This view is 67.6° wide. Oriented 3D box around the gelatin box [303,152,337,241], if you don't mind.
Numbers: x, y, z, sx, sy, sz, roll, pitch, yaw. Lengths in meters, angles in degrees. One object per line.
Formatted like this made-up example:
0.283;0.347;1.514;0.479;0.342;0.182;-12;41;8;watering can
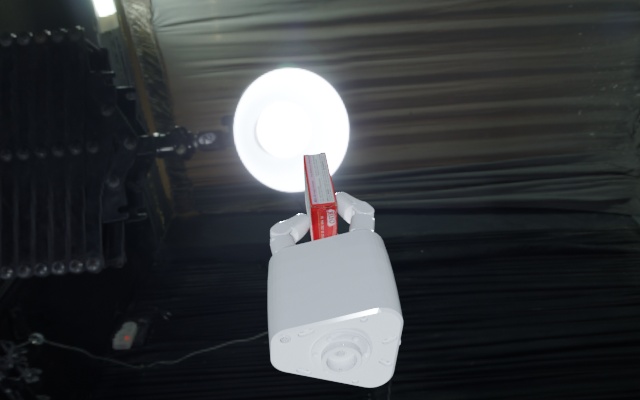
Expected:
0.000;0.002;0.536;0.030;0.073;0.089;-7;44;-5;gelatin box
